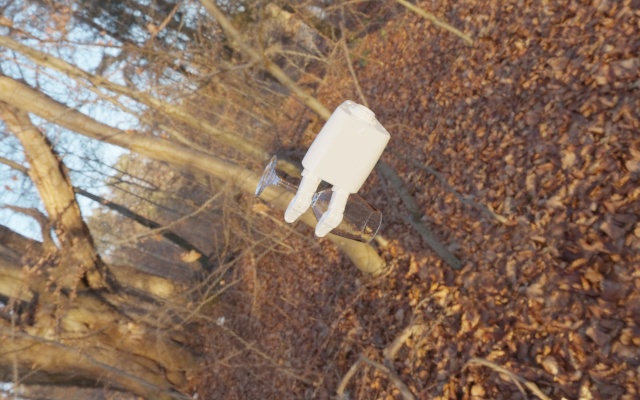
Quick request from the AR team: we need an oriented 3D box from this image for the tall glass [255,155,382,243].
[{"bbox_3d":[-0.001,0.002,0.779,0.201,0.079,0.079,26,-7,-15],"label":"tall glass"}]
